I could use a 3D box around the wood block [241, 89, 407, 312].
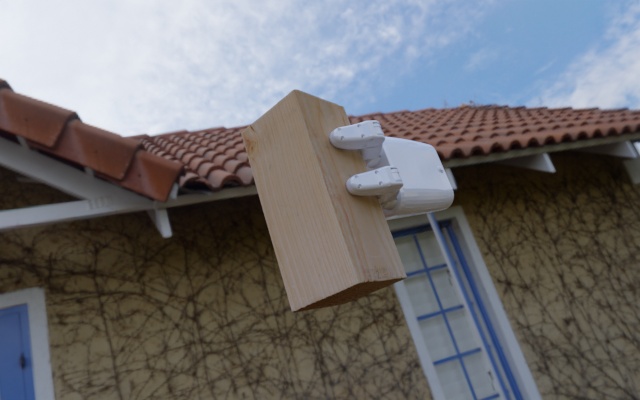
[{"bbox_3d":[0.000,0.002,0.507,0.091,0.206,0.090,-31,-23,34],"label":"wood block"}]
